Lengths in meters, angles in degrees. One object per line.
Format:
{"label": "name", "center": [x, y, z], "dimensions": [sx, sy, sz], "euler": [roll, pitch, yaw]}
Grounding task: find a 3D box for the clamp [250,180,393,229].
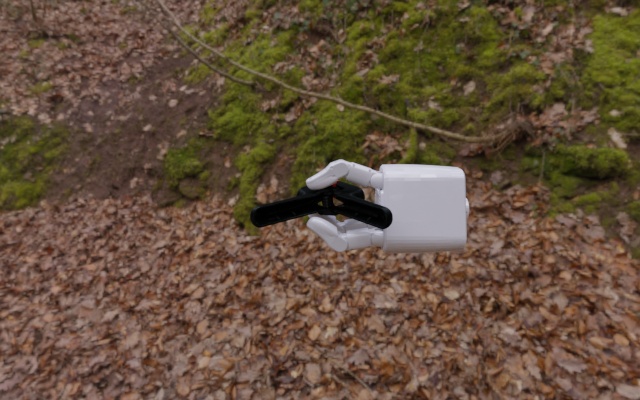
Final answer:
{"label": "clamp", "center": [0.000, 0.001, 0.633], "dimensions": [0.164, 0.036, 0.210], "euler": [0, 12, 0]}
